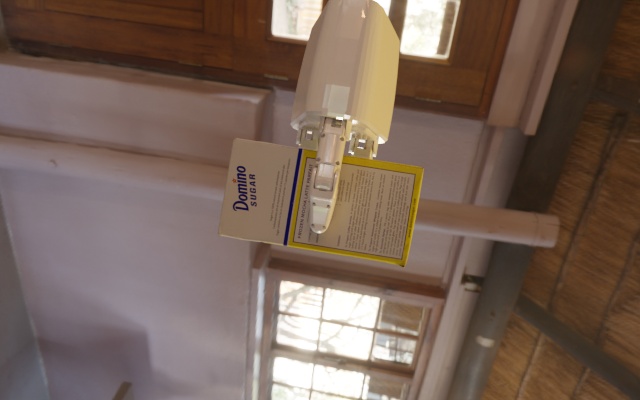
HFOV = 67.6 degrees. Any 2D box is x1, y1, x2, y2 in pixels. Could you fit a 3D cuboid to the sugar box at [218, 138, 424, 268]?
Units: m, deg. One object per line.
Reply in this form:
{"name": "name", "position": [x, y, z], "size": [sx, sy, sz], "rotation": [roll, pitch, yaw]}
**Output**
{"name": "sugar box", "position": [0.000, 0.001, 0.450], "size": [0.176, 0.093, 0.048], "rotation": [10, -1, 5]}
